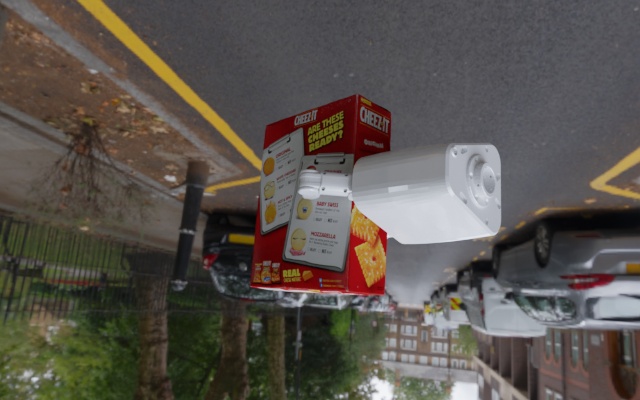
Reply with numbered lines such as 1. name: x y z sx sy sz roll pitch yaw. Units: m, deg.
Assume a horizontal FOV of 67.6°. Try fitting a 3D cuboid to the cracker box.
1. cracker box: 0.000 0.002 0.571 0.164 0.213 0.072 -8 -18 44
